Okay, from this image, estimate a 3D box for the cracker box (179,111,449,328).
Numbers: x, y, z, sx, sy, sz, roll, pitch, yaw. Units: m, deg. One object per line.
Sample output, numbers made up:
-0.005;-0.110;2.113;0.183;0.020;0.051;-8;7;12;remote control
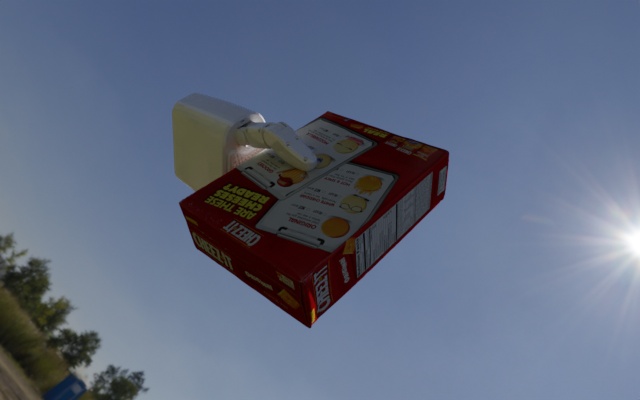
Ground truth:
0.000;0.001;0.476;0.164;0.072;0.213;26;50;35;cracker box
